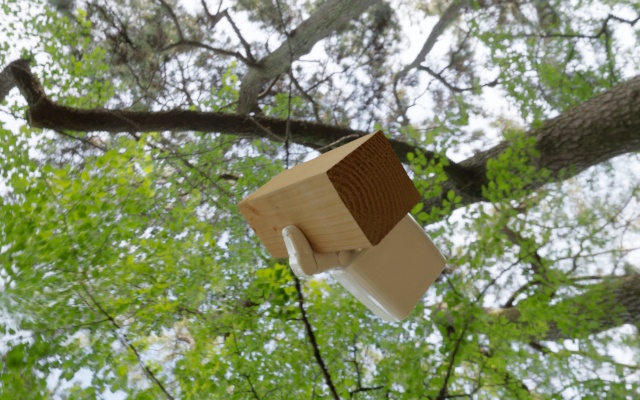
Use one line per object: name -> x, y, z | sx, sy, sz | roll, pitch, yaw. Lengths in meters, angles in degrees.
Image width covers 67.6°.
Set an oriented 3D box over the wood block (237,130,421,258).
wood block -> 0.000, 0.002, 0.556 | 0.090, 0.090, 0.206 | -41, 14, -33
